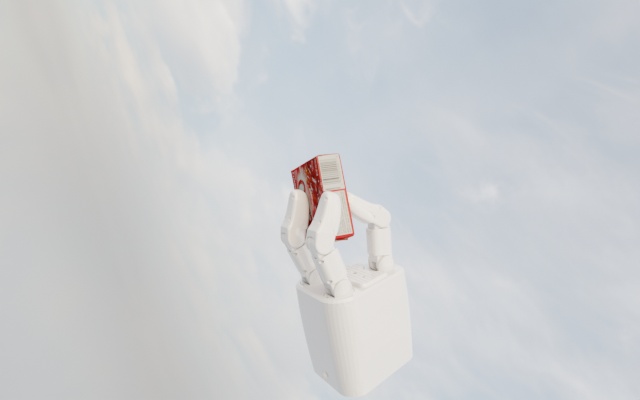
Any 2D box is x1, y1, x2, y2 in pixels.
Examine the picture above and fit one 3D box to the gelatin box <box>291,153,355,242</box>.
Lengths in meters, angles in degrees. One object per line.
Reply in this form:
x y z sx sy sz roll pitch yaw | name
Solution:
0.000 0.001 0.509 0.030 0.089 0.073 -8 -5 -25 | gelatin box
